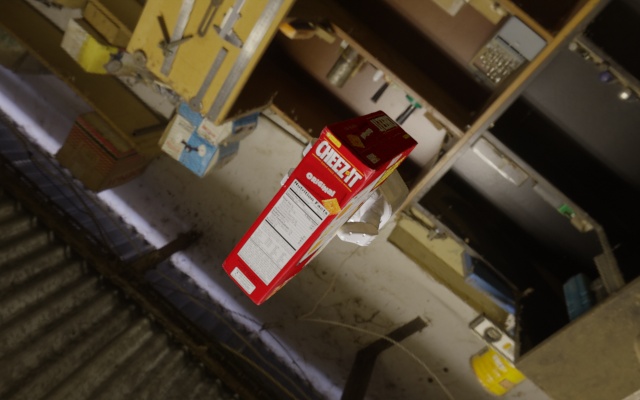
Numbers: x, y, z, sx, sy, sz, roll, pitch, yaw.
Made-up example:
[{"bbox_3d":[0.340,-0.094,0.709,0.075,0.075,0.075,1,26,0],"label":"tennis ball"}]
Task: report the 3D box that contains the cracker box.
[{"bbox_3d":[0.000,0.002,0.550,0.214,0.072,0.164,-51,-9,28],"label":"cracker box"}]
